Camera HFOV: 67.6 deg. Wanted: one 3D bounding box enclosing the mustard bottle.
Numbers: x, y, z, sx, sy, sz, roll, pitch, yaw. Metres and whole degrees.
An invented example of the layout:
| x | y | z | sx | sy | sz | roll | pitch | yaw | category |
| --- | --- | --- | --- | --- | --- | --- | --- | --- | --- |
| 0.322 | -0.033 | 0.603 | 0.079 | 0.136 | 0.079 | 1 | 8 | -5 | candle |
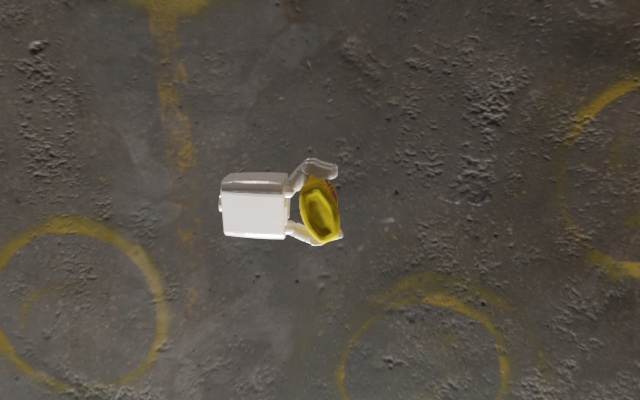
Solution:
| x | y | z | sx | sy | sz | roll | pitch | yaw | category |
| --- | --- | --- | --- | --- | --- | --- | --- | --- | --- |
| 0.000 | 0.003 | 0.831 | 0.058 | 0.096 | 0.191 | -21 | 11 | 5 | mustard bottle |
